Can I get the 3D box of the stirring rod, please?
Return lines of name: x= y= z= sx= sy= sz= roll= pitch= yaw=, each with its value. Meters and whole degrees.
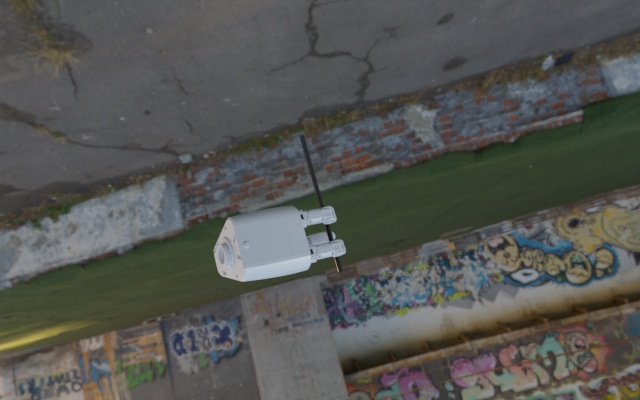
stirring rod: x=0.000 y=0.003 z=0.794 sx=0.011 sy=0.239 sz=0.011 roll=-15 pitch=-12 yaw=-3
